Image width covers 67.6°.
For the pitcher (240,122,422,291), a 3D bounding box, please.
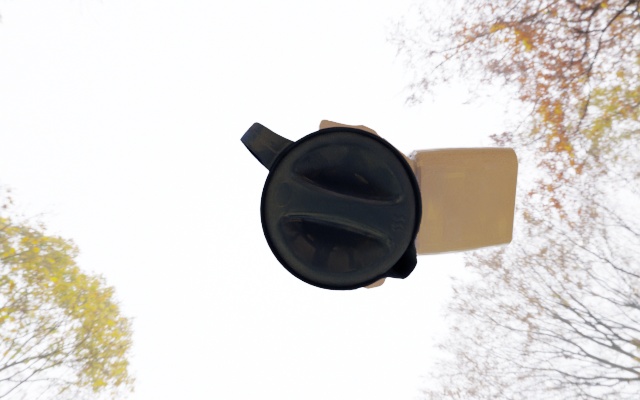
[{"bbox_3d":[0.000,0.002,0.498,0.145,0.149,0.243,-6,-1,-5],"label":"pitcher"}]
